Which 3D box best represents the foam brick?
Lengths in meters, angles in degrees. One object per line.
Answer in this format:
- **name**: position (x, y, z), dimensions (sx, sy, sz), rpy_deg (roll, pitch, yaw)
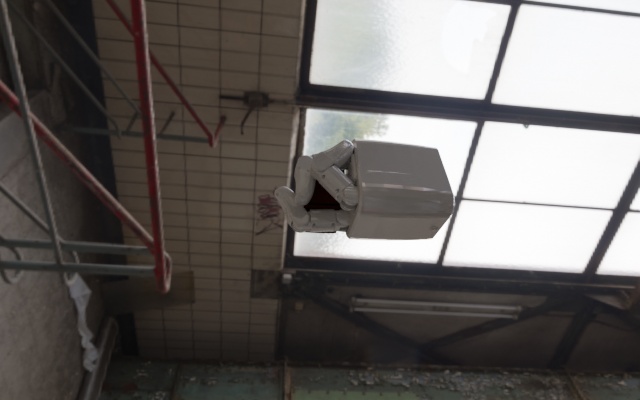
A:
- **foam brick**: position (0.000, 0.002, 0.597), dimensions (0.051, 0.053, 0.078), rpy_deg (2, -29, -7)
